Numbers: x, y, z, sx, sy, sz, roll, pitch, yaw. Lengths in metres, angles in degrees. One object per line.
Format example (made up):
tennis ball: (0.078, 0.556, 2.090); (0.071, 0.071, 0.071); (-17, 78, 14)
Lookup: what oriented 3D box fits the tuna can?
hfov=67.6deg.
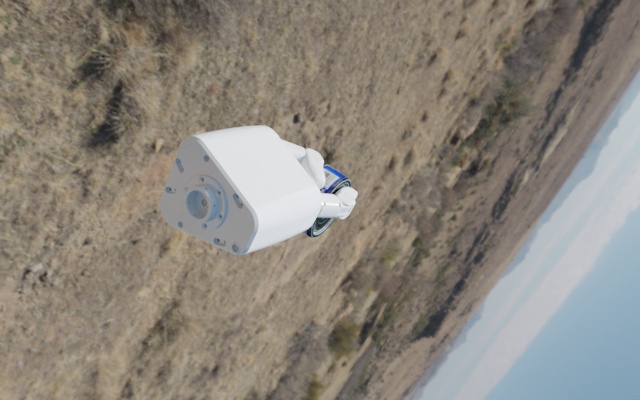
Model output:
tuna can: (0.001, 0.002, 0.572); (0.033, 0.086, 0.086); (33, 10, 17)
